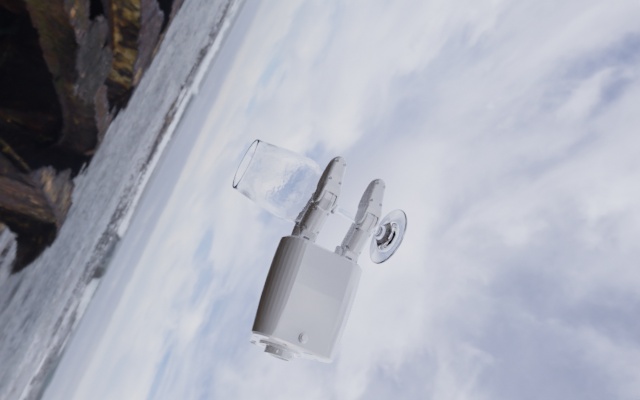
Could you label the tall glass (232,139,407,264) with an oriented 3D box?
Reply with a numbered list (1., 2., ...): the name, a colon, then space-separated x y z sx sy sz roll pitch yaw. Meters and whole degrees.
1. tall glass: 0.001 0.002 0.561 0.201 0.079 0.079 27 -9 -18
